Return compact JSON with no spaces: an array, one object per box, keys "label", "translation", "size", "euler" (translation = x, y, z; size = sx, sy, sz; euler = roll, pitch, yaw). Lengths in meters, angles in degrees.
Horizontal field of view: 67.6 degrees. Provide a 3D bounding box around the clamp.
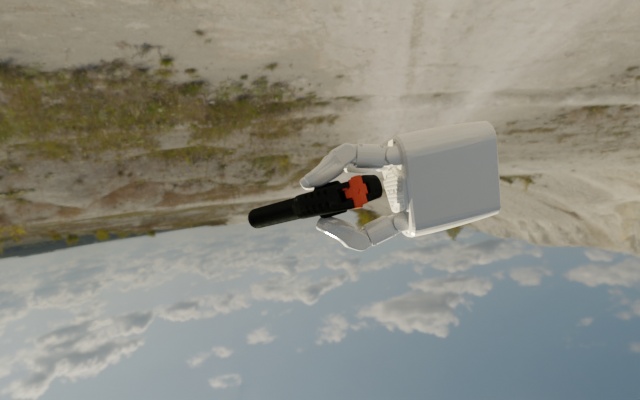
[{"label":"clamp","translation":[0.001,0.002,0.520],"size":[0.164,0.036,0.210],"euler":[-16,0,-7]}]
